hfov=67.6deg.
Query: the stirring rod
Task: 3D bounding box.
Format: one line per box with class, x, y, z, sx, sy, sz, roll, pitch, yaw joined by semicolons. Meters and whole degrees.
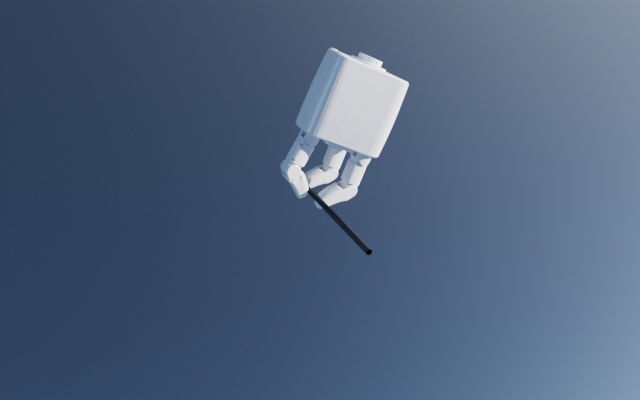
stirring rod;0.000;0.002;0.629;0.011;0.011;0.239;0;28;-31
